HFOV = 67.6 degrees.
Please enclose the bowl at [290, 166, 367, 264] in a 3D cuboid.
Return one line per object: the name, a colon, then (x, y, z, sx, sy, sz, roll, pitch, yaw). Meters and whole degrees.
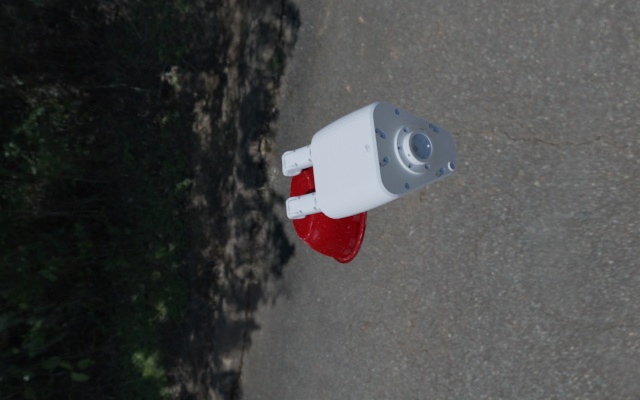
bowl: (-0.001, 0.003, 0.610, 0.055, 0.162, 0.162, -3, 1, -20)
